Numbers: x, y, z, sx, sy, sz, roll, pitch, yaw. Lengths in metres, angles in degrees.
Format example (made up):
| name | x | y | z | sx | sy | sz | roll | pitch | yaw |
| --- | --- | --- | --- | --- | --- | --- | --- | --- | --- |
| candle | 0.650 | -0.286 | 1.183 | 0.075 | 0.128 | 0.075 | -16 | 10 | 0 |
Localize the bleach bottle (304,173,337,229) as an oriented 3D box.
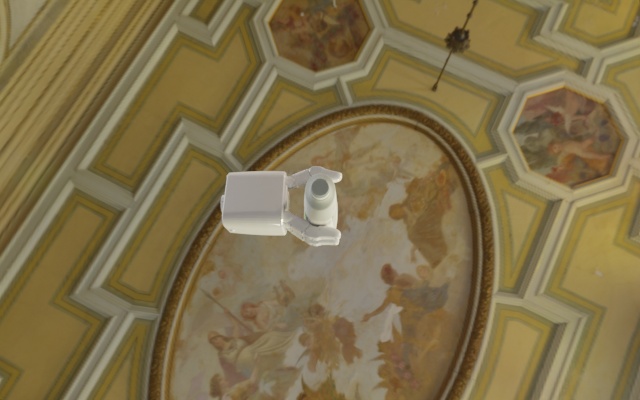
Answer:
| name | x | y | z | sx | sy | sz | roll | pitch | yaw |
| --- | --- | --- | --- | --- | --- | --- | --- | --- | --- |
| bleach bottle | 0.000 | 0.003 | 0.863 | 0.068 | 0.102 | 0.251 | 1 | -15 | 0 |
